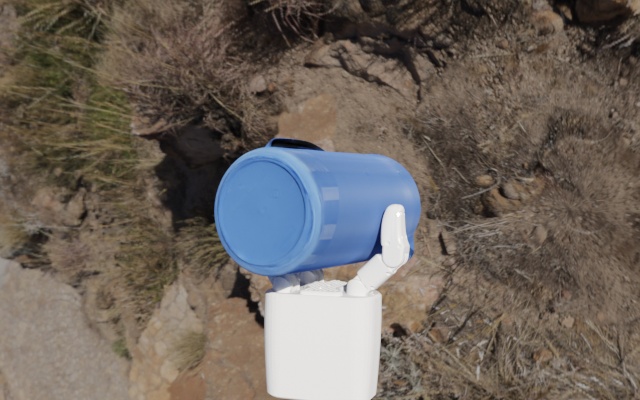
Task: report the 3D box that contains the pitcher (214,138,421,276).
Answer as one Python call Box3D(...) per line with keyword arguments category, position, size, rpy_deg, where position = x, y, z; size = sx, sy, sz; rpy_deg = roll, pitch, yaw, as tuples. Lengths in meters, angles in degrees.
Box3D(category="pitcher", position=(0.000, 0.002, 0.497), size=(0.149, 0.145, 0.243), rpy_deg=(3, 1, 27))
